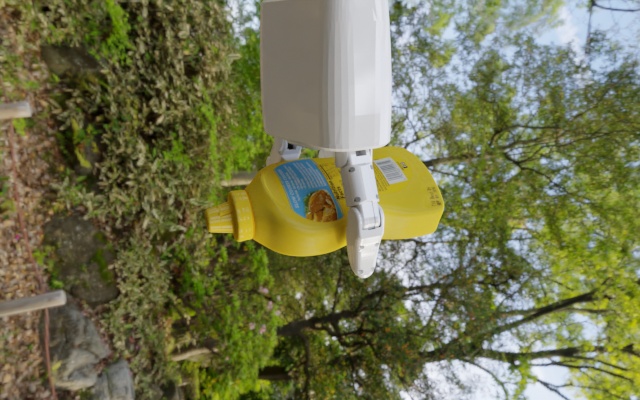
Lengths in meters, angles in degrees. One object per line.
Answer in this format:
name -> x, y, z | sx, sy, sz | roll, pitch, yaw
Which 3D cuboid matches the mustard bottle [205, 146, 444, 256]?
mustard bottle -> 0.000, 0.002, 0.405 | 0.191, 0.058, 0.096 | -9, 45, -20
